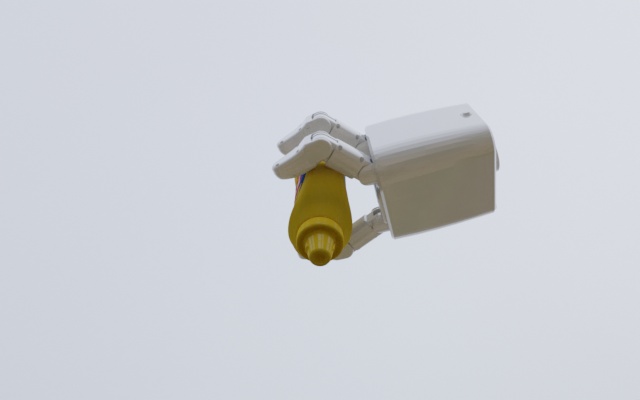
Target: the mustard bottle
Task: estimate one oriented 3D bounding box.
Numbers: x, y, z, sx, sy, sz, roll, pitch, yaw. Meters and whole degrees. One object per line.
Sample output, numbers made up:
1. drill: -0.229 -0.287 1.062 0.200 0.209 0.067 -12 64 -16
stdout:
1. mustard bottle: 0.000 0.001 0.471 0.058 0.096 0.191 8 28 -5
